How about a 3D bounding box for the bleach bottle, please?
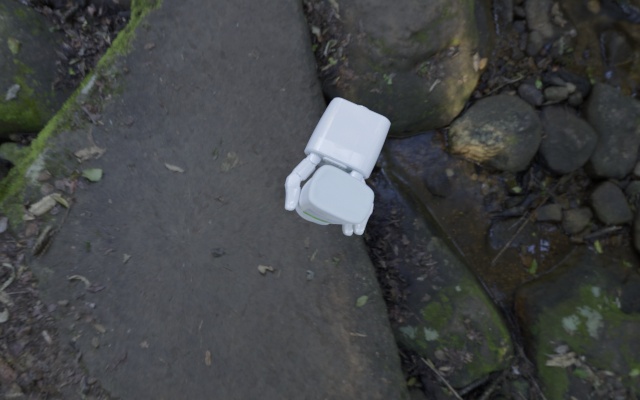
[{"bbox_3d":[0.000,0.003,0.810,0.102,0.068,0.251,27,-11,-12],"label":"bleach bottle"}]
